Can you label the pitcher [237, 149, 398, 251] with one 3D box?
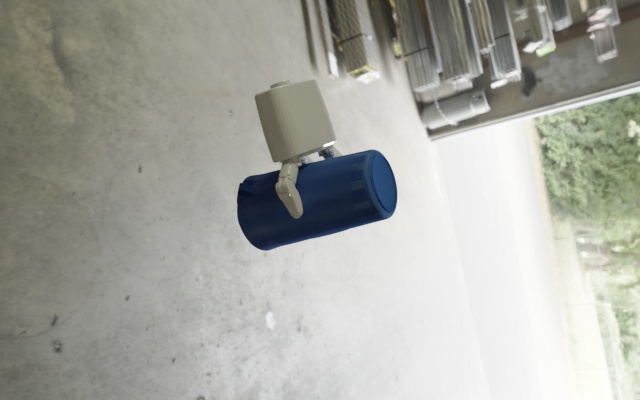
[{"bbox_3d":[0.000,0.002,0.776,0.243,0.145,0.149,-13,9,30],"label":"pitcher"}]
